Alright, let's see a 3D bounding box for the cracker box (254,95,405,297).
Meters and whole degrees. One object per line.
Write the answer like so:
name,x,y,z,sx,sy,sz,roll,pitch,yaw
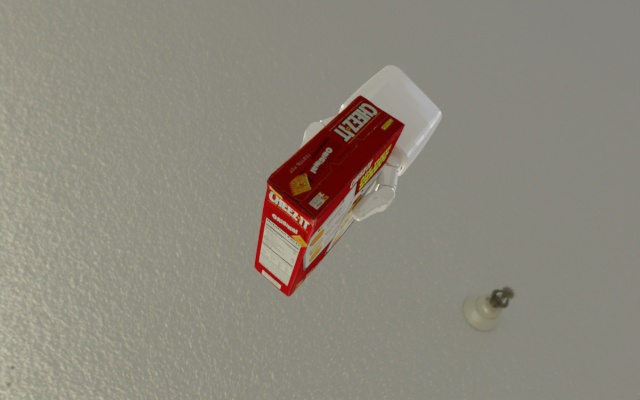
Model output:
cracker box,0.000,0.002,0.571,0.072,0.164,0.214,37,-31,11
